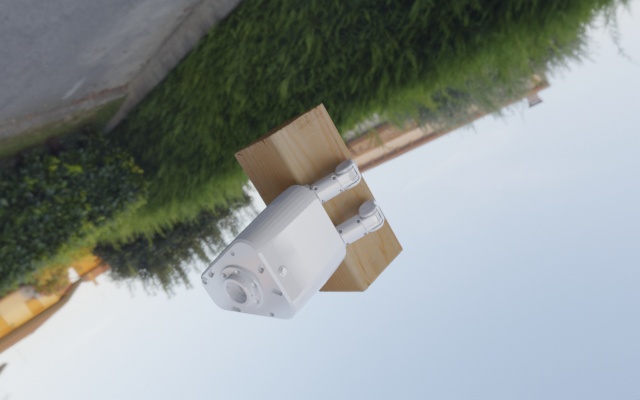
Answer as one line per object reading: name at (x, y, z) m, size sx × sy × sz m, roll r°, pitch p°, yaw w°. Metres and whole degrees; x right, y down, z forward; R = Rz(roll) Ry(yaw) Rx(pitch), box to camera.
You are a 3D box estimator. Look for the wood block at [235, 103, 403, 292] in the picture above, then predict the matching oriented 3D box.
wood block at (0.000, 0.002, 0.582) m, size 0.090 × 0.206 × 0.091 m, roll -40°, pitch 16°, yaw -36°
